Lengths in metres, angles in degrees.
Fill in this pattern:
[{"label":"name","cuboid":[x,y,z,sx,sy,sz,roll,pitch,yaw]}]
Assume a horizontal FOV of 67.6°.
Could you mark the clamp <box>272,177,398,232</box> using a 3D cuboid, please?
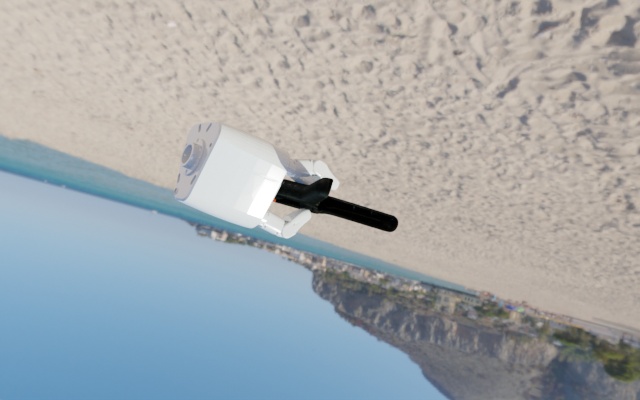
[{"label":"clamp","cuboid":[-0.001,0.003,0.697,0.164,0.036,0.210,27,-13,-37]}]
